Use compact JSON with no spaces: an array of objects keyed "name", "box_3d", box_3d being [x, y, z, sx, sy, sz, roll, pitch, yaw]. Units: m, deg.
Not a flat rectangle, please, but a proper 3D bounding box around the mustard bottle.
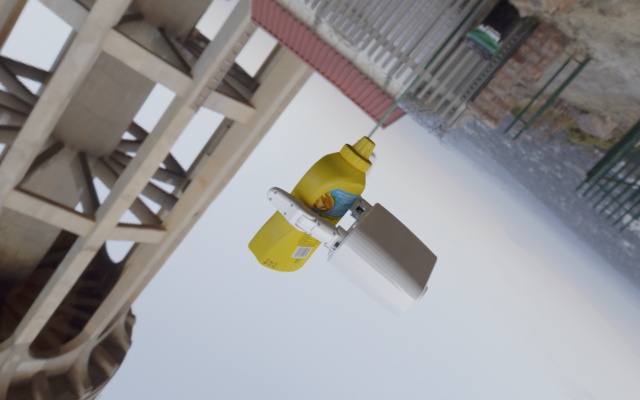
[{"name":"mustard bottle","box_3d":[0.000,0.002,0.579,0.058,0.192,0.096,49,18,29]}]
